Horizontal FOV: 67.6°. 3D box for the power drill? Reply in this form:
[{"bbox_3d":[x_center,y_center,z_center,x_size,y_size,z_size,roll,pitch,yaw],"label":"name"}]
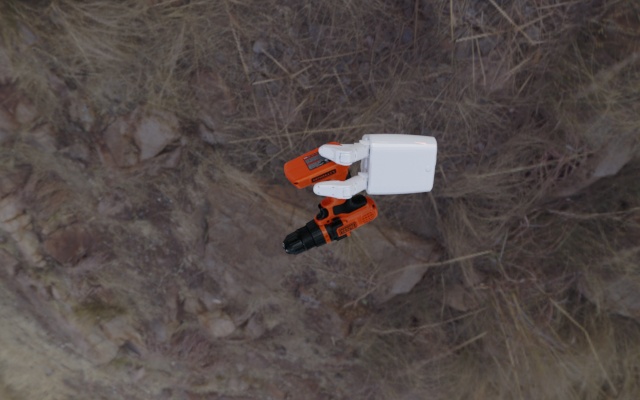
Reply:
[{"bbox_3d":[0.000,0.002,0.818,0.184,0.188,0.057,-27,48,-6],"label":"power drill"}]
